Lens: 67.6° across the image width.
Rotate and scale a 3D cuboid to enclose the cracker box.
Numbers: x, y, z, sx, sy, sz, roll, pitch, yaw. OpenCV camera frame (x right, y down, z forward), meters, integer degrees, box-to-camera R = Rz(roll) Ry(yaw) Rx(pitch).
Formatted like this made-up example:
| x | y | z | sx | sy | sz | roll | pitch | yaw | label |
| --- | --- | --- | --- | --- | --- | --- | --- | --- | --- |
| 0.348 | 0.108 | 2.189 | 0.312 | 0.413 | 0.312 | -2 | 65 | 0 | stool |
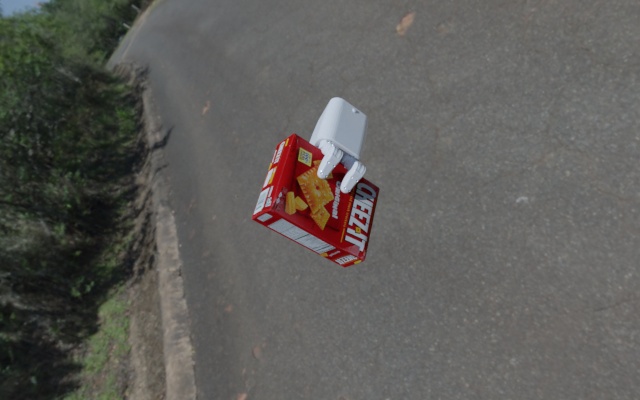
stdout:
| x | y | z | sx | sy | sz | roll | pitch | yaw | label |
| --- | --- | --- | --- | --- | --- | --- | --- | --- | --- |
| 0.000 | 0.003 | 0.876 | 0.214 | 0.164 | 0.072 | 30 | -32 | -25 | cracker box |
